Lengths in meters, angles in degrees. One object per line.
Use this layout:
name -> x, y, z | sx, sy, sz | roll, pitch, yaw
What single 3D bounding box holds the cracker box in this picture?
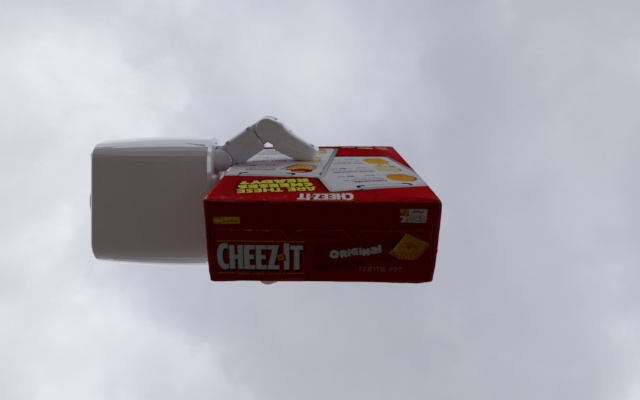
cracker box -> 0.000, 0.001, 0.431 | 0.164, 0.072, 0.213 | 0, 16, -1
